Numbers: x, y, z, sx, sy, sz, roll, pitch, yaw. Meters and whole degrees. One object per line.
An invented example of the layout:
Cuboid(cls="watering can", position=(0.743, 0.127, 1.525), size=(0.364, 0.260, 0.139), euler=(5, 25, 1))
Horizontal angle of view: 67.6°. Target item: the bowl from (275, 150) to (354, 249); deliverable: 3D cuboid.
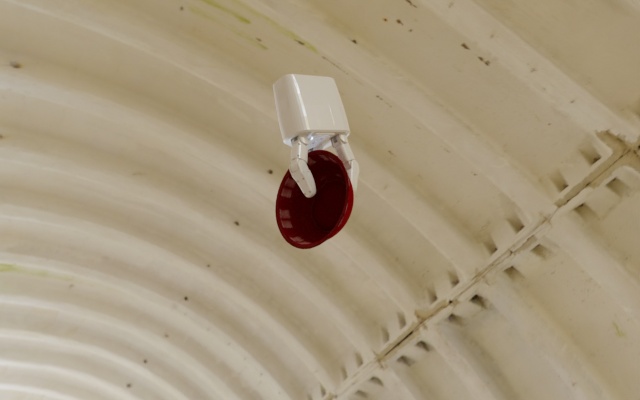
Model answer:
Cuboid(cls="bowl", position=(0.000, 0.004, 0.775), size=(0.162, 0.162, 0.055), euler=(0, -13, 44))
